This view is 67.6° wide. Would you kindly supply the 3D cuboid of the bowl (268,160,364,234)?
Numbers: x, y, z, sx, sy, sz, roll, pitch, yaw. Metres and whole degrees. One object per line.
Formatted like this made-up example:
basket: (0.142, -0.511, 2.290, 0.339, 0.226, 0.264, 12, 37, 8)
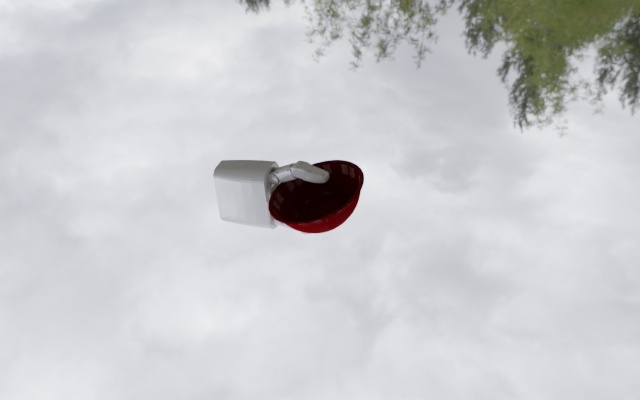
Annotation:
bowl: (0.001, 0.003, 0.770, 0.162, 0.055, 0.162, -16, 34, 11)
